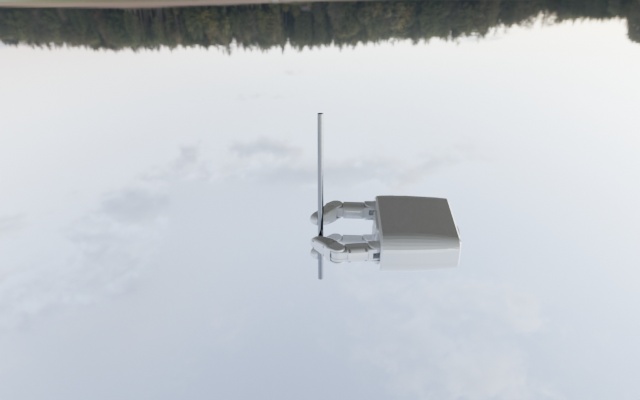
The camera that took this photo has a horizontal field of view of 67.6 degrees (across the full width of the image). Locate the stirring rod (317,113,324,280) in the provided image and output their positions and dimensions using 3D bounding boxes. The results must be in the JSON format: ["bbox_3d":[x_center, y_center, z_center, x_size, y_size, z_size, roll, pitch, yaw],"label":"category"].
[{"bbox_3d":[0.000,0.002,0.641,0.011,0.240,0.011,0,24,0],"label":"stirring rod"}]
